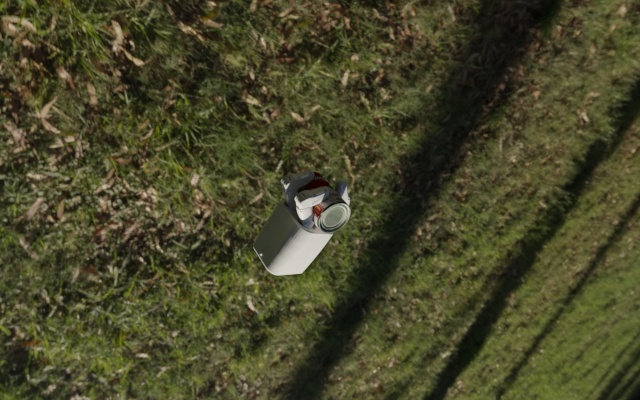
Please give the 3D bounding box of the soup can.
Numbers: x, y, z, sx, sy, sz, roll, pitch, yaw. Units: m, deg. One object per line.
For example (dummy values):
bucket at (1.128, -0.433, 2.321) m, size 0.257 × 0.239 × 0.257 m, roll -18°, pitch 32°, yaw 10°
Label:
soup can at (0.001, 0.003, 0.857) m, size 0.068 × 0.068 × 0.102 m, roll 0°, pitch 34°, yaw -36°
